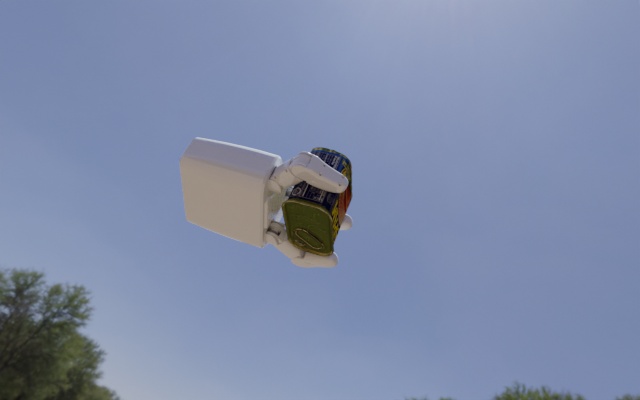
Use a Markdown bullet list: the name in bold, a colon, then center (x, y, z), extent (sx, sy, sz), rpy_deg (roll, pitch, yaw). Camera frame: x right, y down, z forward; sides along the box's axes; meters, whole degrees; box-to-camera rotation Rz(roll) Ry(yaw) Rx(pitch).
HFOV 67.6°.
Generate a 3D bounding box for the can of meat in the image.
- **can of meat**: center (0.000, 0.002, 0.552), extent (0.057, 0.084, 0.102), rpy_deg (14, -33, 13)
